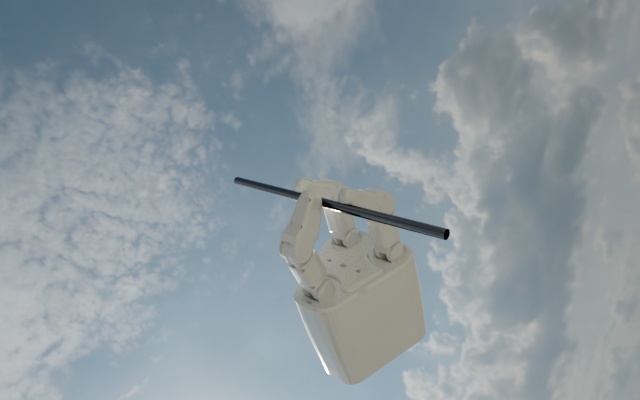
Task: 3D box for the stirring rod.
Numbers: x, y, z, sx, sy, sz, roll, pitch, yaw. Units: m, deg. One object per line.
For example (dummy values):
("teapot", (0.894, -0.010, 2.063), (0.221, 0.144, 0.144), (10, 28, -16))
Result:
("stirring rod", (0.000, 0.001, 0.403), (0.239, 0.011, 0.011), (14, 10, 43))
